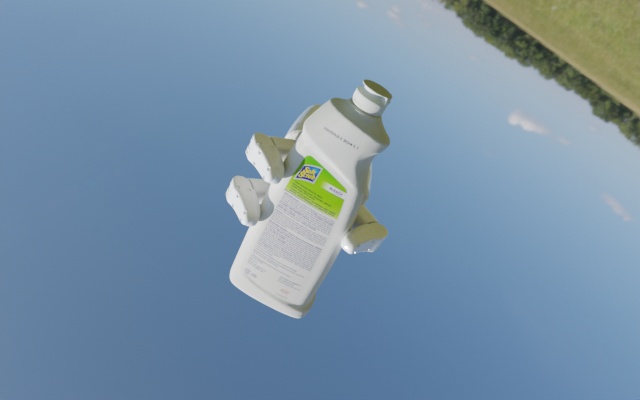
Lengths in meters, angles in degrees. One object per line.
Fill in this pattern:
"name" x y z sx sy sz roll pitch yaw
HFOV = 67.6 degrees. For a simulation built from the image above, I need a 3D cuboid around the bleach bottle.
"bleach bottle" 0.000 0.002 0.471 0.102 0.251 0.068 28 30 -5
